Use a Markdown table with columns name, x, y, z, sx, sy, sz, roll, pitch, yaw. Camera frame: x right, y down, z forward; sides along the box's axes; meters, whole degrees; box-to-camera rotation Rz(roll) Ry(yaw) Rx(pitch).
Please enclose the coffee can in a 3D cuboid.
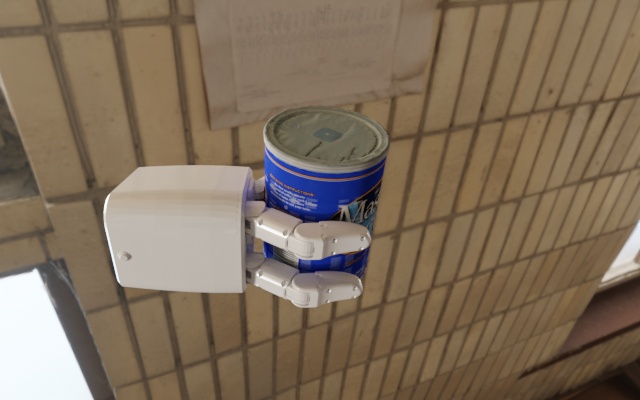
| name | x | y | z | sx | sy | sz | roll | pitch | yaw |
| --- | --- | --- | --- | --- | --- | --- | --- | --- | --- |
| coffee can | 0.000 | 0.001 | 0.426 | 0.103 | 0.140 | 0.102 | 4 | 36 | -3 |
